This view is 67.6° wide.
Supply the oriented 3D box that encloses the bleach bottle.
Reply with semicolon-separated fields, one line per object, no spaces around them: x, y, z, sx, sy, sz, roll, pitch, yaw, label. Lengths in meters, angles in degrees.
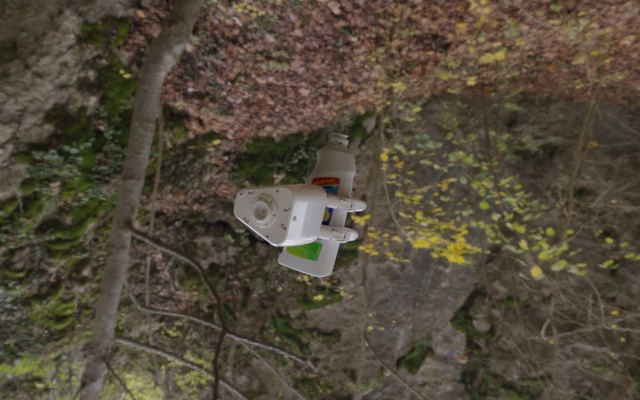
0.000;0.003;0.855;0.102;0.251;0.068;16;7;23;bleach bottle
